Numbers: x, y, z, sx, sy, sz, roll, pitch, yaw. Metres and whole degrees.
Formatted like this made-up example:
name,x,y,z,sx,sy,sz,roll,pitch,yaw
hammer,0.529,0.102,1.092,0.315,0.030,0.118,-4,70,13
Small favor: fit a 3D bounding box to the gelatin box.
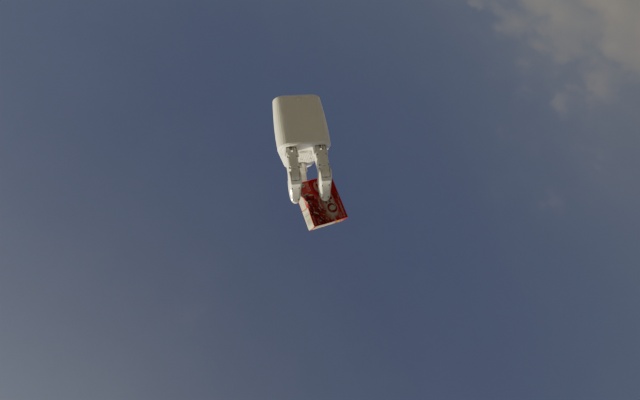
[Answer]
name,x,y,z,sx,sy,sz,roll,pitch,yaw
gelatin box,0.000,0.003,0.884,0.073,0.089,0.030,-15,-12,-28
